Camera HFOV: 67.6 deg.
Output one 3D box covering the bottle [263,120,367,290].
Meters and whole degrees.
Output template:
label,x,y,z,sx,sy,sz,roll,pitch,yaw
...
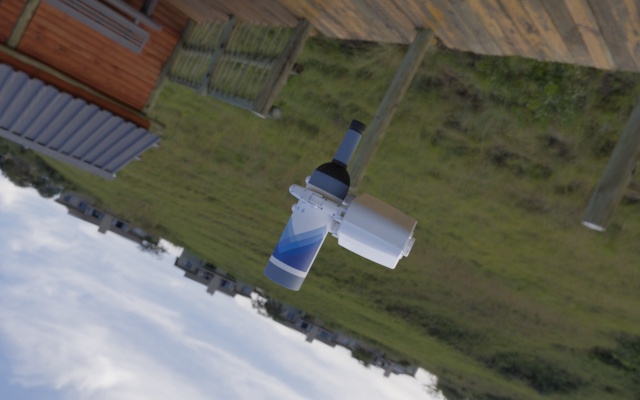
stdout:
label,x,y,z,sx,sy,sz,roll,pitch,yaw
bottle,0.000,0.003,0.795,0.069,0.295,0.069,27,0,0
